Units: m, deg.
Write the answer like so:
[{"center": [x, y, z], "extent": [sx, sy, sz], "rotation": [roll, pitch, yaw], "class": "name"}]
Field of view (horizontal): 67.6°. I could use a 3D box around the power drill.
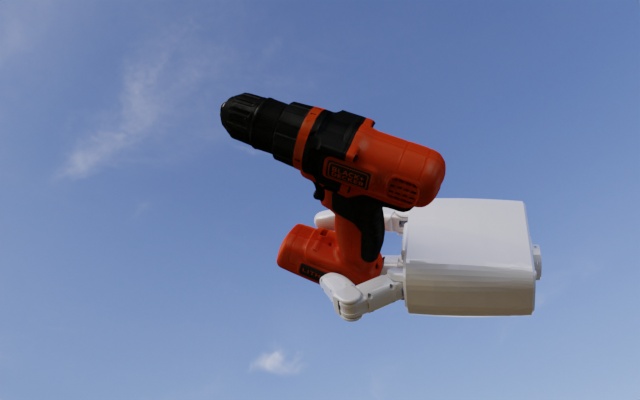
[{"center": [0.000, 0.002, 0.424], "extent": [0.184, 0.057, 0.188], "rotation": [21, -38, 12], "class": "power drill"}]
